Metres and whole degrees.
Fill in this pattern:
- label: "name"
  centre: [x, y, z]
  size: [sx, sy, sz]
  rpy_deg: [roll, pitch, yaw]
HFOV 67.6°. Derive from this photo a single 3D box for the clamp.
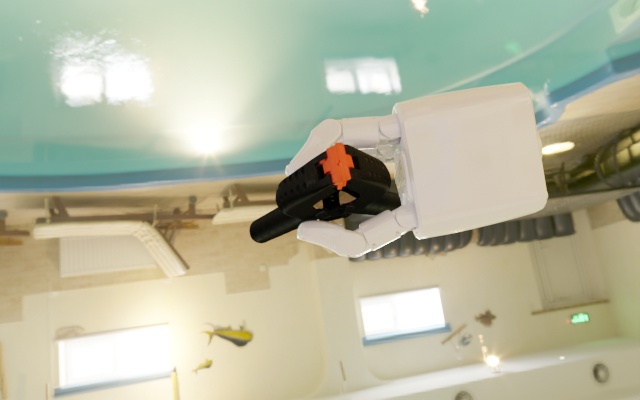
- label: "clamp"
  centre: [0.000, 0.002, 0.421]
  size: [0.164, 0.036, 0.210]
  rpy_deg: [-14, -13, 2]
